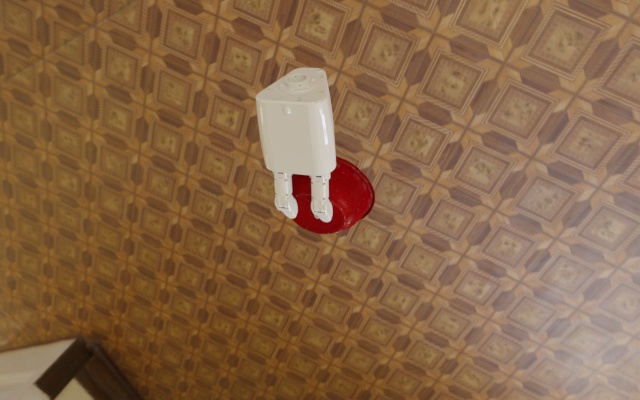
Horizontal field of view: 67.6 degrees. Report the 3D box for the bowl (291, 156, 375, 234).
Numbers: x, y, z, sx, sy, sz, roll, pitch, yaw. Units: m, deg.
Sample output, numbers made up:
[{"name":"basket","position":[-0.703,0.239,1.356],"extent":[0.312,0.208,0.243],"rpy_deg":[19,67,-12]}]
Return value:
[{"name":"bowl","position":[0.000,0.004,0.739],"extent":[0.162,0.055,0.162],"rpy_deg":[11,-40,10]}]
